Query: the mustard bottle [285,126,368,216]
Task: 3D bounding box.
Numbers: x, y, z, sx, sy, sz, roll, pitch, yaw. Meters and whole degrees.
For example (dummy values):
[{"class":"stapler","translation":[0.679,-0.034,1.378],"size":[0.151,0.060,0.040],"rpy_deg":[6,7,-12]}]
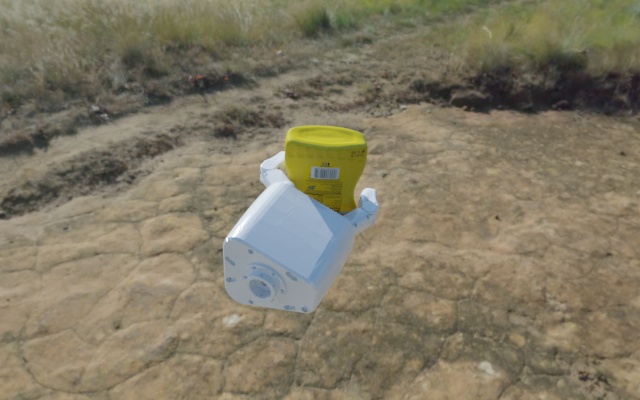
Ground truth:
[{"class":"mustard bottle","translation":[0.000,0.002,0.606],"size":[0.096,0.192,0.058],"rpy_deg":[2,36,-4]}]
